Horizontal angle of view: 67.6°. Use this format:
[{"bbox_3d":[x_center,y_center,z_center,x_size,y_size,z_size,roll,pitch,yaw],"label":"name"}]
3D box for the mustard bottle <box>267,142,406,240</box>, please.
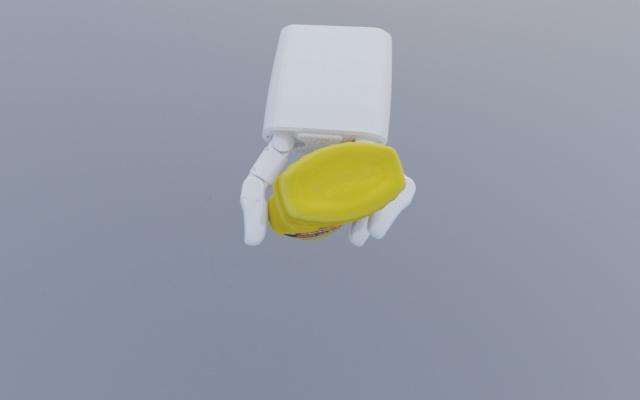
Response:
[{"bbox_3d":[0.000,0.002,0.431,0.096,0.058,0.192,-17,-6,-13],"label":"mustard bottle"}]
